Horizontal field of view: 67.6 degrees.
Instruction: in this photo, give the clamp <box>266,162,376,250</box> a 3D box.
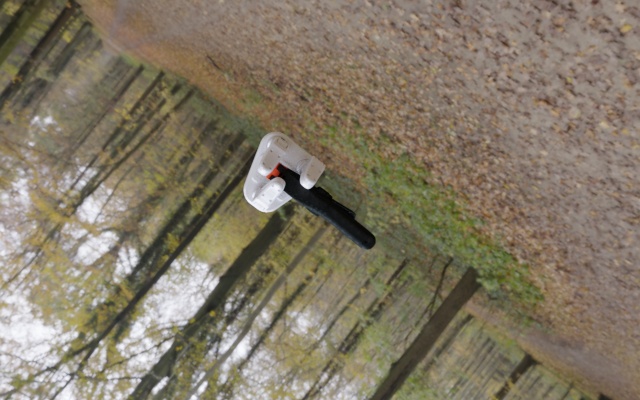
[{"bbox_3d":[0.000,0.003,0.680,0.171,0.039,0.120,38,0,-11],"label":"clamp"}]
